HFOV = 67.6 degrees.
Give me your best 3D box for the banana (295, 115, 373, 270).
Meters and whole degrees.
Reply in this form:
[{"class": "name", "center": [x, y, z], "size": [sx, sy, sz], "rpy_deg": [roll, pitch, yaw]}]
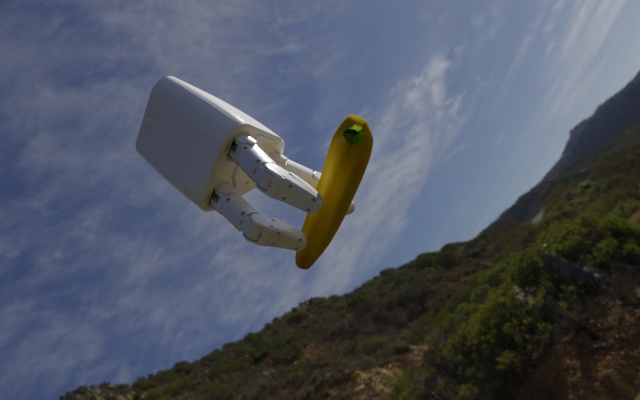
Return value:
[{"class": "banana", "center": [0.011, -0.011, 0.445], "size": [0.037, 0.198, 0.069], "rpy_deg": [33, 50, 14]}]
